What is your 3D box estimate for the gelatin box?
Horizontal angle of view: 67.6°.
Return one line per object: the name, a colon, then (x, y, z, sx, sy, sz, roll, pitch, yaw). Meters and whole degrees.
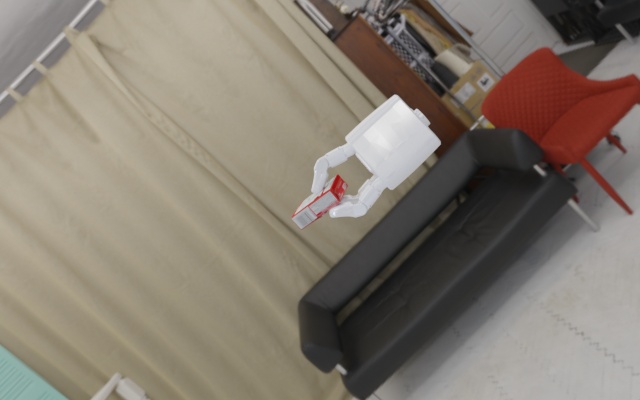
gelatin box: (0.000, 0.002, 0.790, 0.089, 0.030, 0.073, -36, 10, 22)
